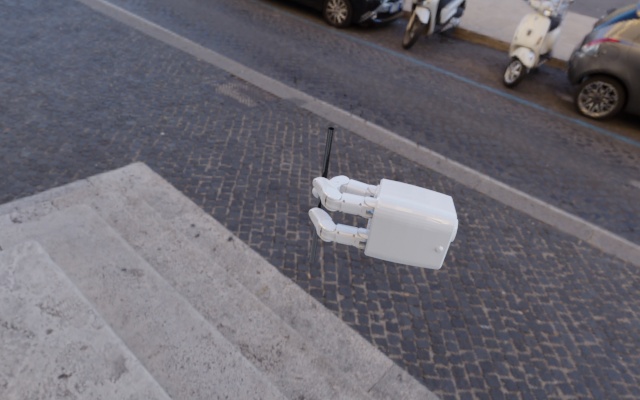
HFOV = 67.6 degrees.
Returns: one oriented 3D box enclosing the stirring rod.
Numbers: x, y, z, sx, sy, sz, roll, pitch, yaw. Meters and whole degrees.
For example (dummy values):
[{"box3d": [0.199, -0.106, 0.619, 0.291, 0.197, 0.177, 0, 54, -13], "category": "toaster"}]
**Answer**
[{"box3d": [0.000, 0.002, 0.693, 0.011, 0.240, 0.011, 5, 37, -4], "category": "stirring rod"}]
